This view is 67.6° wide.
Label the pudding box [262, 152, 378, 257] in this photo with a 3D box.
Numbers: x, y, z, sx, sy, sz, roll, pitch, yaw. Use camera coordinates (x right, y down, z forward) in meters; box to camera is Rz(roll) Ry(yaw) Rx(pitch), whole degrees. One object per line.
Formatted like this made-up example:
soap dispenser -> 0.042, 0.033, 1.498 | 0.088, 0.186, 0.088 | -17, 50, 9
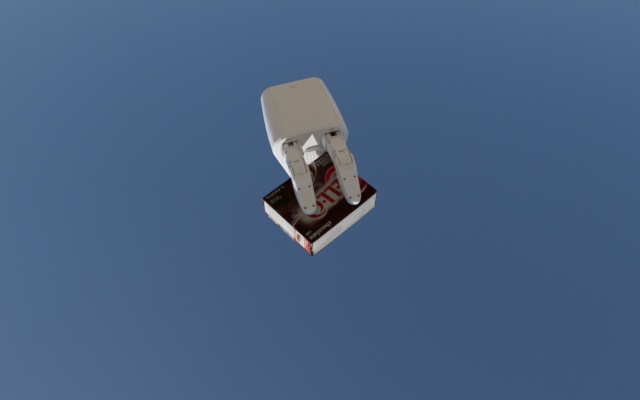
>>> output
pudding box -> 0.000, 0.002, 0.588 | 0.090, 0.113, 0.039 | 40, -24, 27
